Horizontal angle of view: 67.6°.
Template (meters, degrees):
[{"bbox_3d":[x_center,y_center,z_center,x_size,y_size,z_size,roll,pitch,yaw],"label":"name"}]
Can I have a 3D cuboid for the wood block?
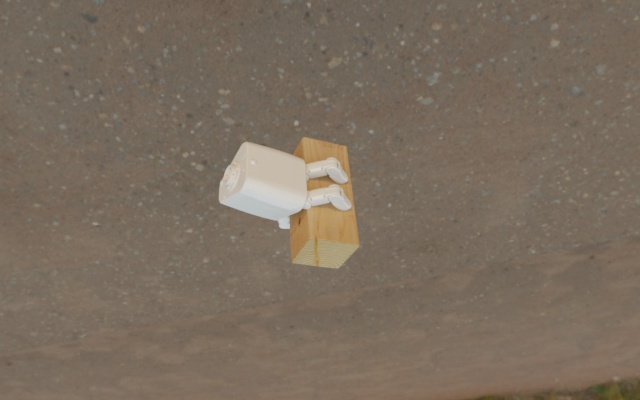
[{"bbox_3d":[0.000,0.003,0.835,0.090,0.206,0.091,10,-35,-21],"label":"wood block"}]
